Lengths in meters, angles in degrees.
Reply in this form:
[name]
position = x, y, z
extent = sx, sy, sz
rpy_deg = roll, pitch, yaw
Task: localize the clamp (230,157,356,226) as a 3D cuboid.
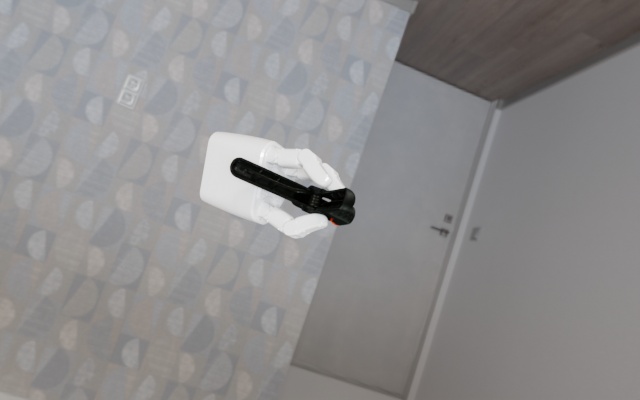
[clamp]
position = 0.000, 0.003, 0.629
extent = 0.164, 0.036, 0.210
rpy_deg = 17, -8, 30
